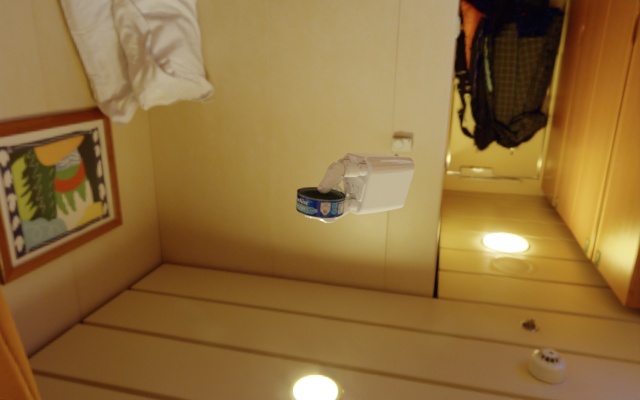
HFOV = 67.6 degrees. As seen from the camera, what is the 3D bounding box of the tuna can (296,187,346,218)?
[{"bbox_3d":[0.000,0.003,0.827,0.086,0.034,0.086,6,15,-1],"label":"tuna can"}]
